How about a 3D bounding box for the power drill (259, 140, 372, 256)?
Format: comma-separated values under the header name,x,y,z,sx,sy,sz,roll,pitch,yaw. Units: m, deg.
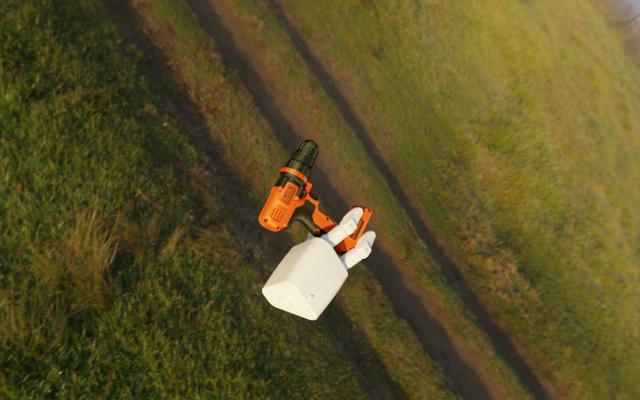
name,x,y,z,sx,sy,sz,roll,pitch,yaw
power drill,0.000,0.003,0.886,0.188,0.184,0.057,31,-15,-16
